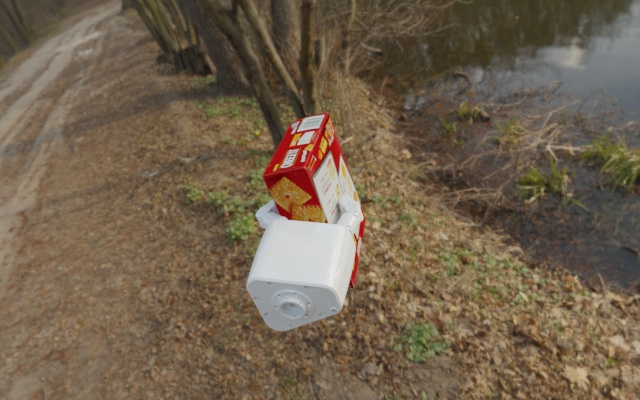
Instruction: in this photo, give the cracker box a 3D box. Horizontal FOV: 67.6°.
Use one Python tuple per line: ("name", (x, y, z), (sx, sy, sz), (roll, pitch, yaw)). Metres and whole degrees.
("cracker box", (0.000, 0.002, 0.717), (0.072, 0.214, 0.164), (-9, 33, 19))
